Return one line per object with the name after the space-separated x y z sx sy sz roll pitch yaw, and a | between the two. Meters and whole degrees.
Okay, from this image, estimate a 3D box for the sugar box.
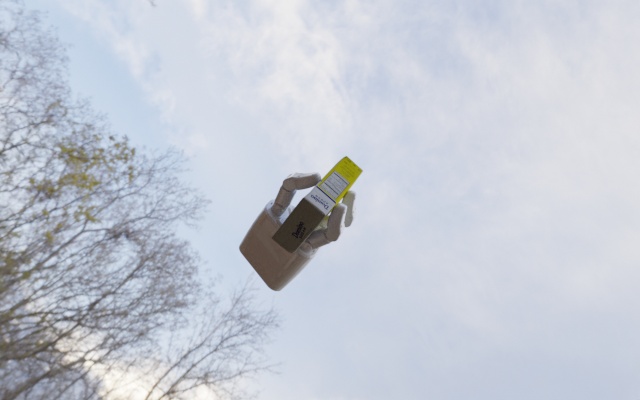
0.001 0.003 0.727 0.048 0.093 0.176 39 33 -1 | sugar box
